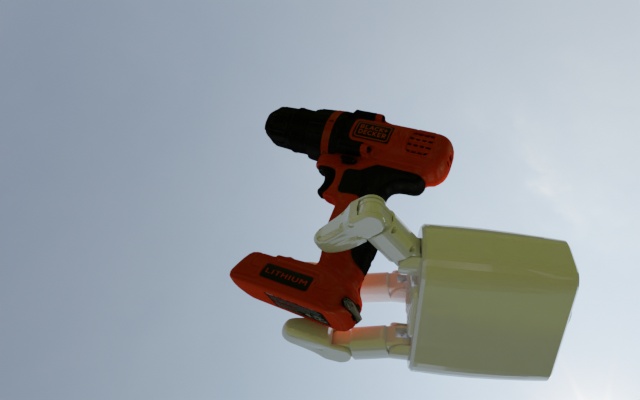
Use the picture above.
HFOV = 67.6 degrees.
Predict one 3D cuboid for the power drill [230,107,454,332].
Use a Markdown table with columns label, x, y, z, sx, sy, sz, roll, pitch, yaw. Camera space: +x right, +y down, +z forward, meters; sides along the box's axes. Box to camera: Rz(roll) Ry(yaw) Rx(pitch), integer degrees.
| label | x | y | z | sx | sy | sz | roll | pitch | yaw |
| --- | --- | --- | --- | --- | --- | --- | --- | --- | --- |
| power drill | 0.000 | 0.002 | 0.411 | 0.184 | 0.187 | 0.057 | 15 | -23 | 27 |
